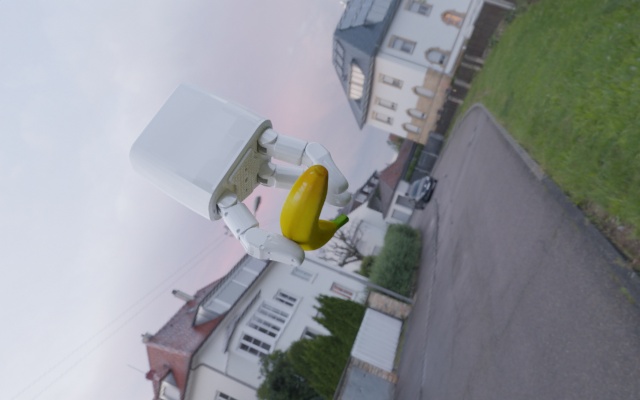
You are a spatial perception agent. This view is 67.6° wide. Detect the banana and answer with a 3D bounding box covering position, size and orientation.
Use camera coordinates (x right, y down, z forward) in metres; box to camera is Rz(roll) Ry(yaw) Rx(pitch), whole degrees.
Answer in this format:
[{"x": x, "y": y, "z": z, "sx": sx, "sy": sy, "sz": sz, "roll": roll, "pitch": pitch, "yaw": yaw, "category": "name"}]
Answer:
[{"x": -0.011, "y": 0.017, "z": 0.474, "sx": 0.037, "sy": 0.069, "sz": 0.198, "roll": 36, "pitch": -6, "yaw": 13, "category": "banana"}]
